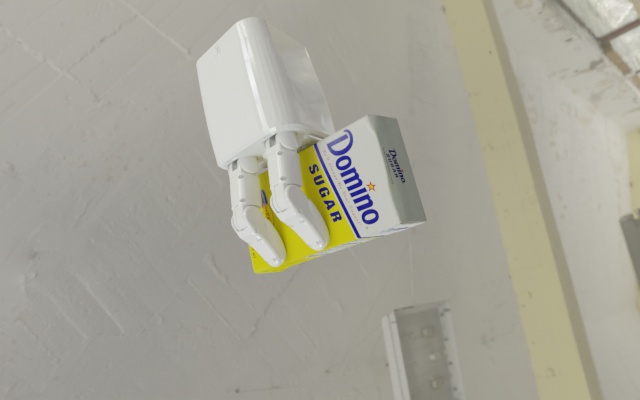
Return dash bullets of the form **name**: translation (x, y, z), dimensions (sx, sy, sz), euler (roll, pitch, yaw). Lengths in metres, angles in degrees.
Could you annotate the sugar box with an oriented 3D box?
- **sugar box**: translation (0.000, 0.001, 0.428), dimensions (0.048, 0.093, 0.176), euler (-2, -17, -46)
